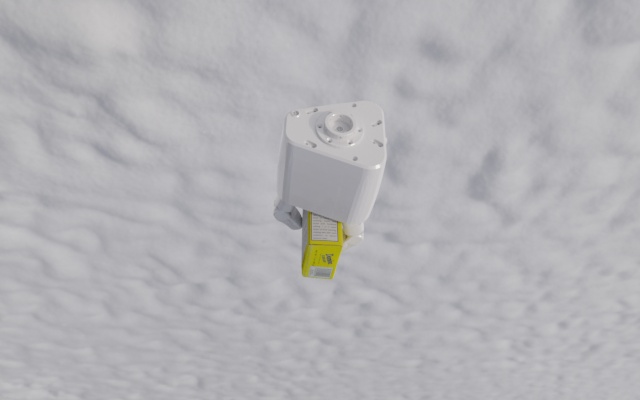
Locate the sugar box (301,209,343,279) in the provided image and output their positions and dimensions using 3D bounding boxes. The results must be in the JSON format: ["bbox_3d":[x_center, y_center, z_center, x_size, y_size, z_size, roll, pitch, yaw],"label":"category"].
[{"bbox_3d":[0.001,0.002,0.613,0.048,0.176,0.093,5,-33,-5],"label":"sugar box"}]
